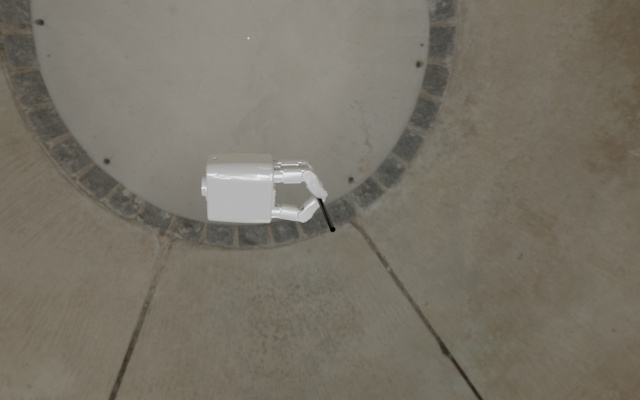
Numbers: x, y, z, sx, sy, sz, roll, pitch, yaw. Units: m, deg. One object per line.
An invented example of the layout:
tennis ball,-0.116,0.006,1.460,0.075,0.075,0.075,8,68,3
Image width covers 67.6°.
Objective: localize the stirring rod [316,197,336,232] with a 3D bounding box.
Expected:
stirring rod,0.000,0.003,0.779,0.011,0.011,0.239,0,19,-9
